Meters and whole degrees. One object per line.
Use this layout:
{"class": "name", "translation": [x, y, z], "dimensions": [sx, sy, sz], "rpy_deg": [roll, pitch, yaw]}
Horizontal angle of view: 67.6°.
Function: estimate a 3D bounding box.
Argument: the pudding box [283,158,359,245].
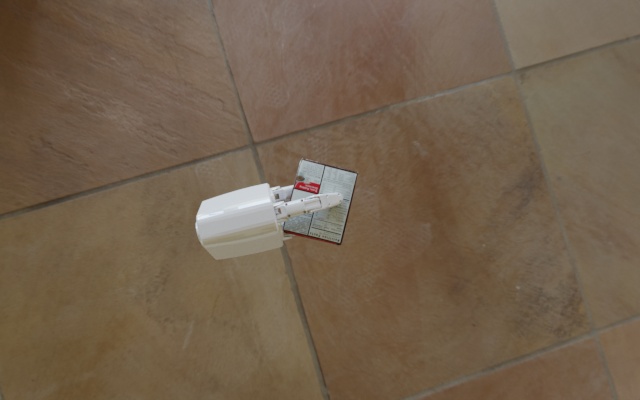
{"class": "pudding box", "translation": [0.000, 0.002, 0.704], "dimensions": [0.090, 0.113, 0.039], "rpy_deg": [14, -3, -2]}
